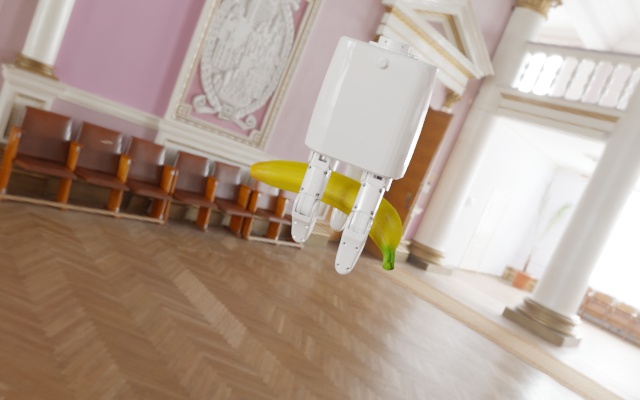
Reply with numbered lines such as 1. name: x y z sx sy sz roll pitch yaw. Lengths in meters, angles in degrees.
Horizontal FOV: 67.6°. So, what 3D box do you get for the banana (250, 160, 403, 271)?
1. banana: 0.014 -0.003 0.508 0.197 0.037 0.069 32 38 26
